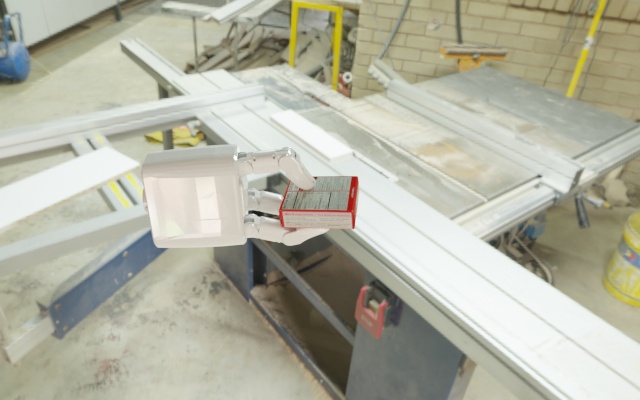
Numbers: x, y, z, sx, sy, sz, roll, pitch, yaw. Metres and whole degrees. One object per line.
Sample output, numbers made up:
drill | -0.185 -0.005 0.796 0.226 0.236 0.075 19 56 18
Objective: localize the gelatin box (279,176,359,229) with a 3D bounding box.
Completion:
gelatin box | 0.000 0.002 0.575 0.089 0.030 0.073 0 36 10
